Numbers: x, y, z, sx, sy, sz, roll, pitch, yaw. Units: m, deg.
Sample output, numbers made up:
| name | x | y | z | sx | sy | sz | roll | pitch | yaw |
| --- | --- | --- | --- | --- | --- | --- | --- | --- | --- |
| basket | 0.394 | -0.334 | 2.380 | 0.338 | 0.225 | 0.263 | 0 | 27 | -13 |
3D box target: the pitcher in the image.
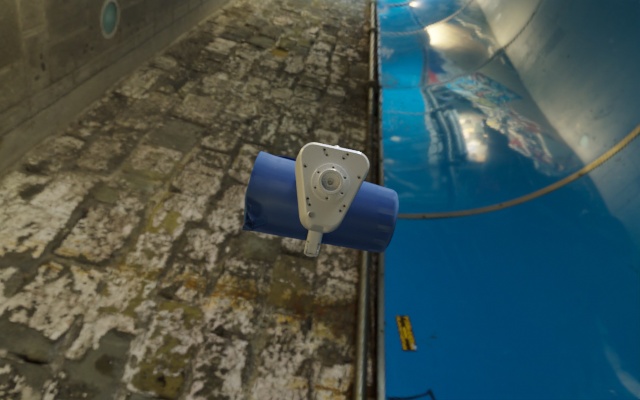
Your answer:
| name | x | y | z | sx | sy | sz | roll | pitch | yaw |
| --- | --- | --- | --- | --- | --- | --- | --- | --- | --- |
| pitcher | 0.000 | 0.003 | 0.795 | 0.243 | 0.149 | 0.145 | 13 | -8 | -2 |
